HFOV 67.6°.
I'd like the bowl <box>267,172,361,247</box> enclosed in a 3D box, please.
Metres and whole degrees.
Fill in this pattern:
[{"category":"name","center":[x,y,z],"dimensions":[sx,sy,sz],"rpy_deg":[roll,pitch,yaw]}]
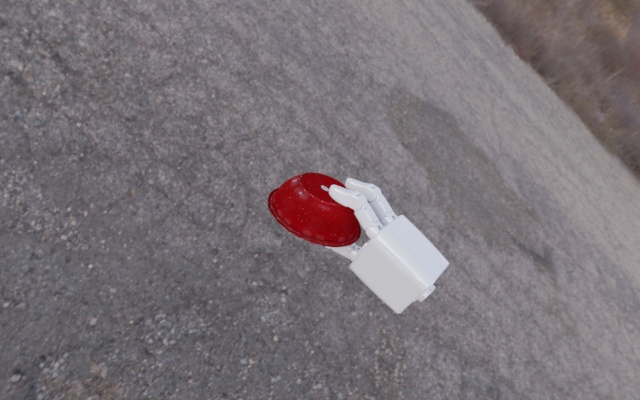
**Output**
[{"category":"bowl","center":[-0.001,0.002,0.760],"dimensions":[0.162,0.055,0.162],"rpy_deg":[18,28,-10]}]
